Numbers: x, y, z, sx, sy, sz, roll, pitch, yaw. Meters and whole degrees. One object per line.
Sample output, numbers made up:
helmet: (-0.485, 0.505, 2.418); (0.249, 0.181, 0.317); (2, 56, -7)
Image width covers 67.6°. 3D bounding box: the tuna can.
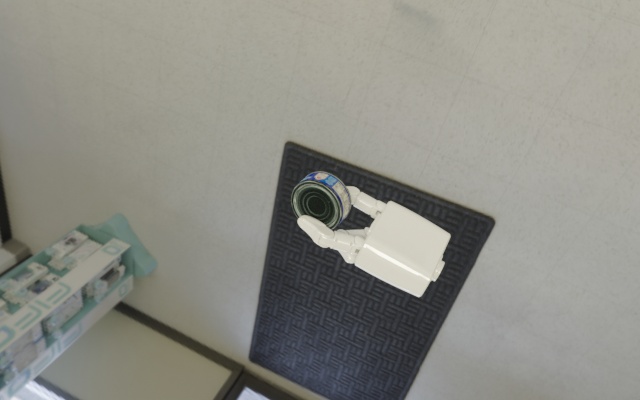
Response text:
tuna can: (0.000, 0.003, 0.704); (0.086, 0.086, 0.033); (0, 26, 31)
